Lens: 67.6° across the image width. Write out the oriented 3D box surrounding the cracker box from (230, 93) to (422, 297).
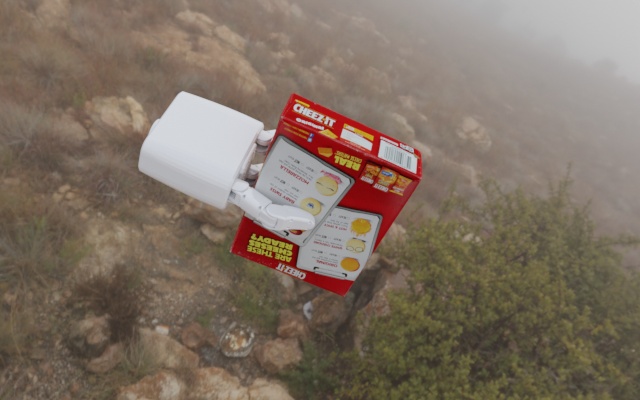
[{"bbox_3d":[0.000,0.002,0.579,0.164,0.214,0.072,23,38,-5],"label":"cracker box"}]
